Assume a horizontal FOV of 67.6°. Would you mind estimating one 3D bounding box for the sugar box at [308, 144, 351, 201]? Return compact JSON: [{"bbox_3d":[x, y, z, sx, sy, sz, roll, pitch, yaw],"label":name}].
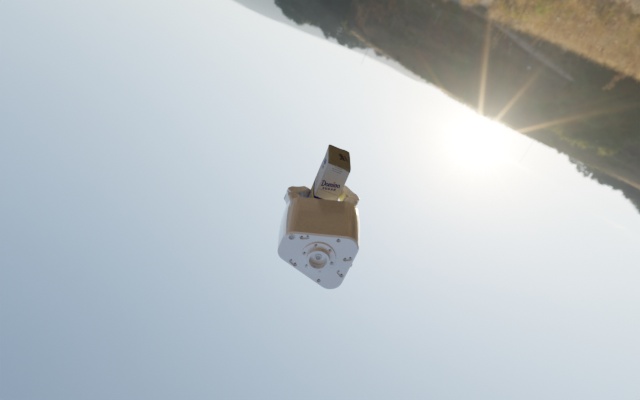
[{"bbox_3d":[0.001,0.003,0.805,0.048,0.176,0.093,22,24,-8],"label":"sugar box"}]
